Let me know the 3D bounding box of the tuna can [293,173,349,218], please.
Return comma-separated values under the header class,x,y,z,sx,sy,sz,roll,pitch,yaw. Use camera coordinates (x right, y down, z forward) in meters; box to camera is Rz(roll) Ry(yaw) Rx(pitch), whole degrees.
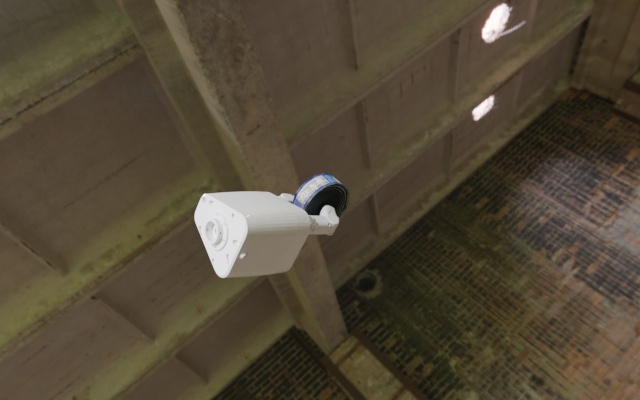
class,x,y,z,sx,sy,sz,roll,pitch,yaw
tuna can,0.000,0.002,0.729,0.086,0.086,0.033,0,33,-43
